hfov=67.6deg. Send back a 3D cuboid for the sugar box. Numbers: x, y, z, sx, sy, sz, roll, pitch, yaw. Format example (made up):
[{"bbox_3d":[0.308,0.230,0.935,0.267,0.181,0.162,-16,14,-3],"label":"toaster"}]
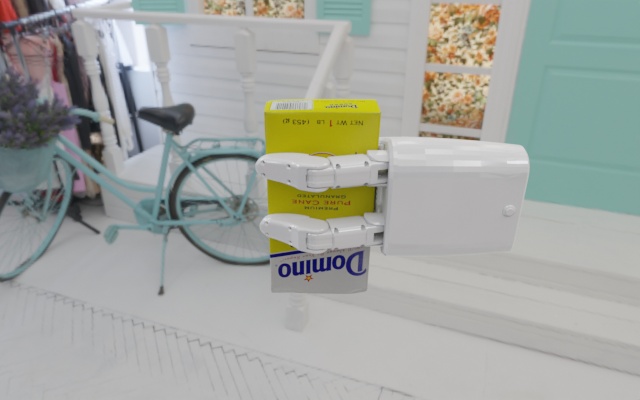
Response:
[{"bbox_3d":[0.000,0.002,0.420,0.093,0.176,0.048,0,26,0],"label":"sugar box"}]
